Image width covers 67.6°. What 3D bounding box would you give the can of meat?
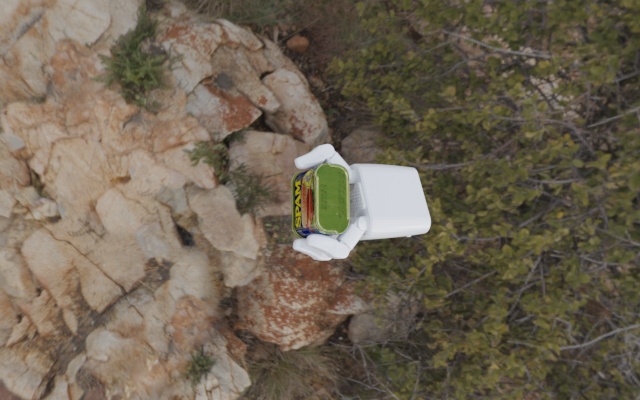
[{"bbox_3d":[0.000,0.002,0.676,0.057,0.102,0.084,3,-8,-24],"label":"can of meat"}]
